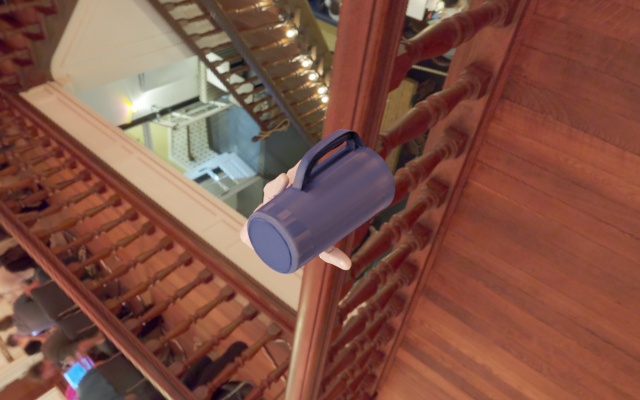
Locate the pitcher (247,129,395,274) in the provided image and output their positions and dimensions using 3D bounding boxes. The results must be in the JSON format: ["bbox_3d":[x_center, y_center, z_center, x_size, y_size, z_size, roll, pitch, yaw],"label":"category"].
[{"bbox_3d":[0.000,0.003,0.769,0.242,0.149,0.145,-35,-5,-38],"label":"pitcher"}]
